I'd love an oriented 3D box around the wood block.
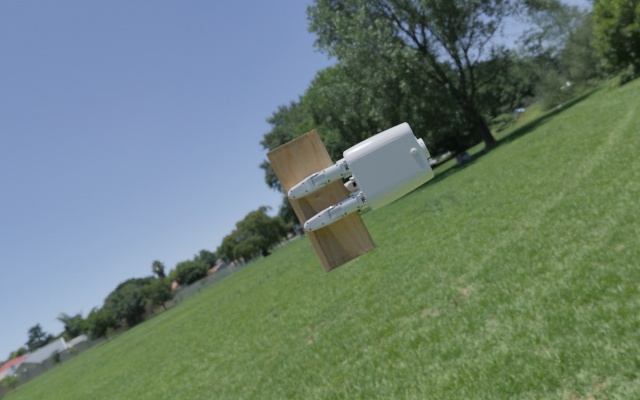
[{"bbox_3d":[0.000,0.002,0.777,0.090,0.206,0.091,-27,-3,-1],"label":"wood block"}]
